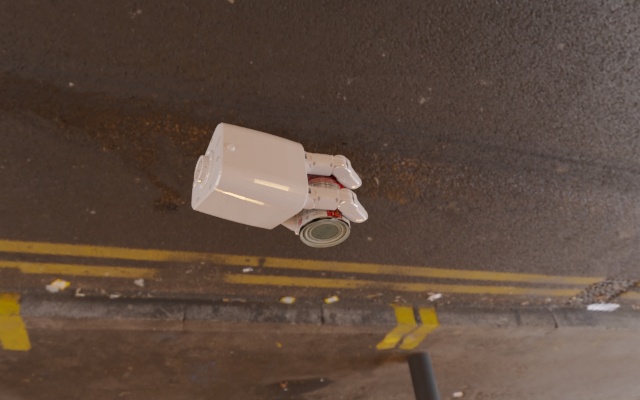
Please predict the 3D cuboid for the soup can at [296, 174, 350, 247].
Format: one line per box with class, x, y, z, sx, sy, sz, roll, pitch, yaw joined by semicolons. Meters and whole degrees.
soup can;0.001;0.002;0.632;0.068;0.102;0.069;-5;-37;-4
